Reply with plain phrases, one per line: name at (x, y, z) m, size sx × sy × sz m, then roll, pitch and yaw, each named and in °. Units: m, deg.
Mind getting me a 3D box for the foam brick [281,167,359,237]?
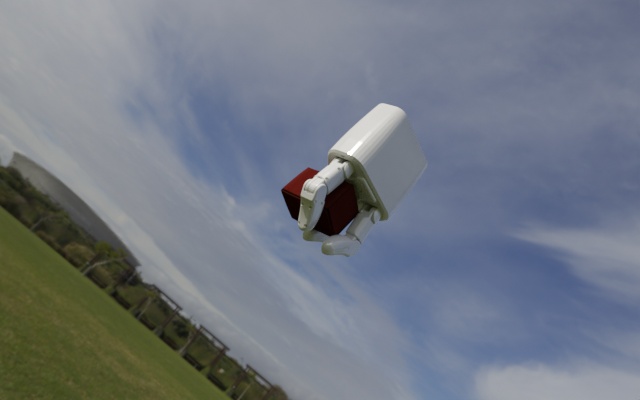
foam brick at (0.000, 0.002, 0.601) m, size 0.078 × 0.053 × 0.051 m, roll 24°, pitch 55°, yaw 35°
